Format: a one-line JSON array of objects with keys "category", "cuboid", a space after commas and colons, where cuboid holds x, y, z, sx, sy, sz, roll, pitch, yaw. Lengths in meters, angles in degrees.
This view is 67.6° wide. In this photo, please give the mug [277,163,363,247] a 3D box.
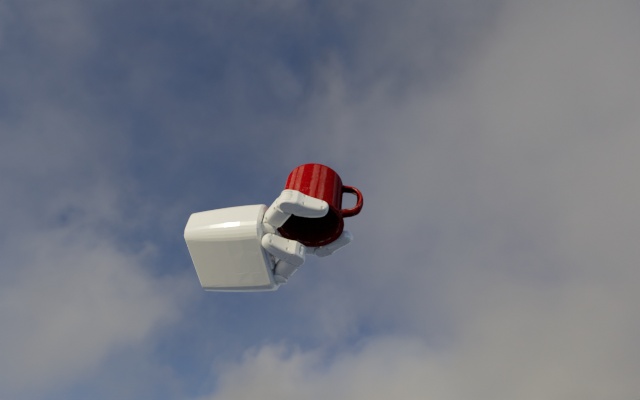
[{"category": "mug", "cuboid": [0.002, 0.002, 0.652, 0.117, 0.093, 0.081, -5, 42, 13]}]
